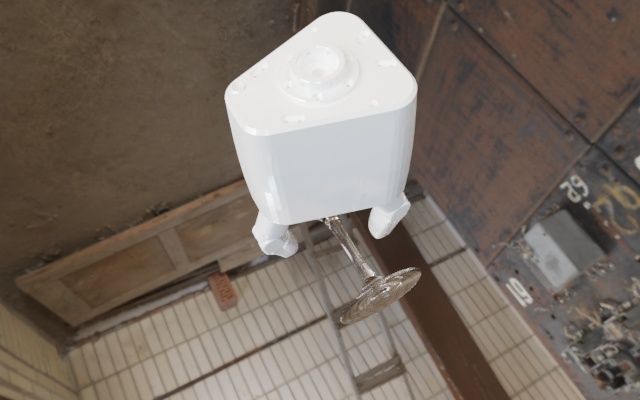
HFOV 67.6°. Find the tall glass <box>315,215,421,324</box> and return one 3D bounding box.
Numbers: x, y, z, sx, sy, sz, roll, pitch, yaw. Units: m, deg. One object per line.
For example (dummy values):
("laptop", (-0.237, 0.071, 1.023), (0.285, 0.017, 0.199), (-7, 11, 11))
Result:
("tall glass", (0.000, 0.002, 0.419), (0.079, 0.201, 0.079), (-25, -28, -15))
